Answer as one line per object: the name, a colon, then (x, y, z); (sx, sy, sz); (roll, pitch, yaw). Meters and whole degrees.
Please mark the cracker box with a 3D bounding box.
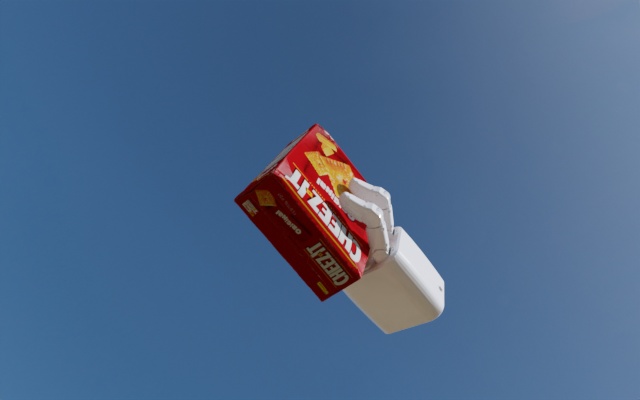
cracker box: (0.000, 0.002, 0.635); (0.072, 0.164, 0.213); (-35, 11, 25)
